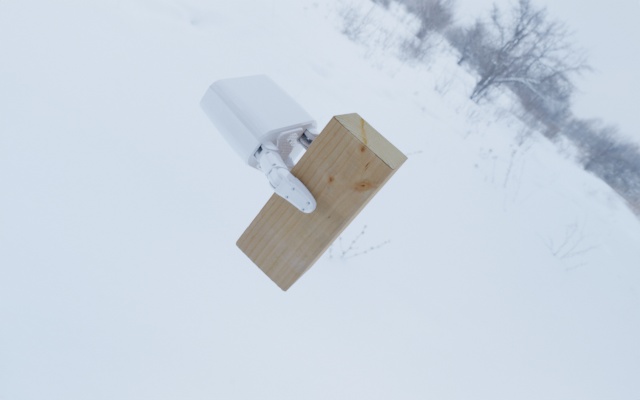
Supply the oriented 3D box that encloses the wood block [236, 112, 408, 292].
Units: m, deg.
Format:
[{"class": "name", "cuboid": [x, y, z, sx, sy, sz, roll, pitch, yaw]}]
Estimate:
[{"class": "wood block", "cuboid": [0.000, 0.002, 0.587, 0.090, 0.206, 0.091, 43, 23, 8]}]
